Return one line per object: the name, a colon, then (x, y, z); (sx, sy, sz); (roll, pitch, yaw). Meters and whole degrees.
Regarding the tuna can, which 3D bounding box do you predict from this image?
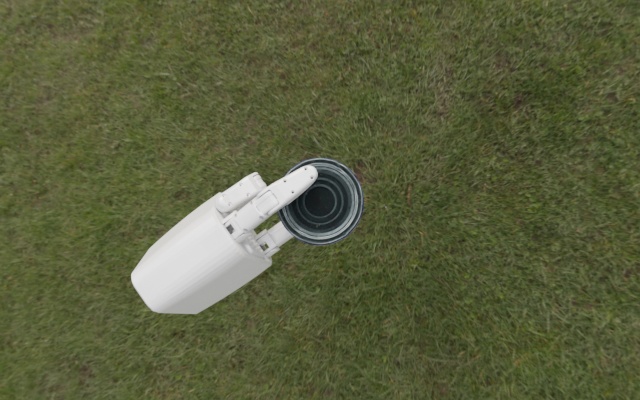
tuna can: (0.000, 0.001, 0.470); (0.086, 0.086, 0.034); (0, -4, 3)
